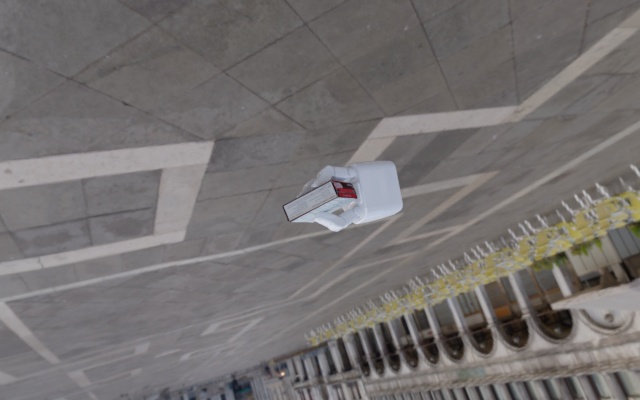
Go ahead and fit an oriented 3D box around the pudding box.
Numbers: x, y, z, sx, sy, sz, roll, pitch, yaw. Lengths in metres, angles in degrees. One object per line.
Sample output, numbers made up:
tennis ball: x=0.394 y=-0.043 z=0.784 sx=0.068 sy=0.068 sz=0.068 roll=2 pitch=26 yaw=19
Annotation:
pudding box: x=0.000 y=0.003 z=0.877 sx=0.113 sy=0.039 sz=0.090 roll=-29 pitch=-15 yaw=23
